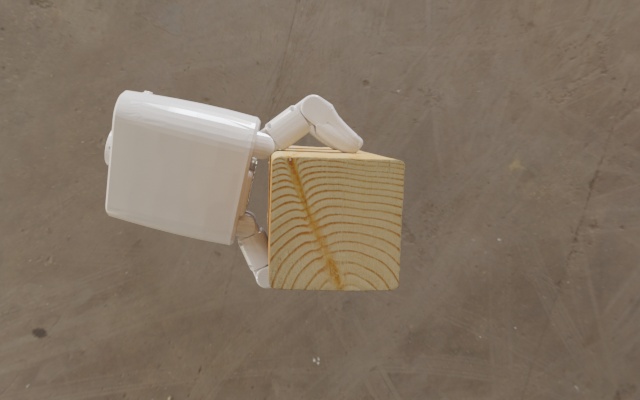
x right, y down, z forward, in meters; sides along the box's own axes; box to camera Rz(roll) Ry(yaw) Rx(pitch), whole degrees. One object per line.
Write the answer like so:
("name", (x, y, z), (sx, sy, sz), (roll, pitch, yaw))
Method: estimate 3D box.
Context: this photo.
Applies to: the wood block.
("wood block", (0.000, 0.002, 0.414), (0.090, 0.091, 0.206), (1, 9, -6))
